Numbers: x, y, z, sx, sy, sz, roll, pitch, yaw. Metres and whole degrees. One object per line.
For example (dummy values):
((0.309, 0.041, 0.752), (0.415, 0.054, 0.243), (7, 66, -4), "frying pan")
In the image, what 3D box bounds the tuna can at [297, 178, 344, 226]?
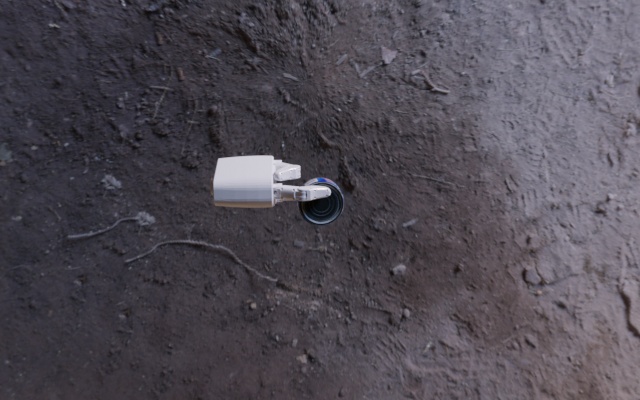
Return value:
((0.000, 0.003, 0.877), (0.086, 0.086, 0.033), (0, 14, -8), "tuna can")
